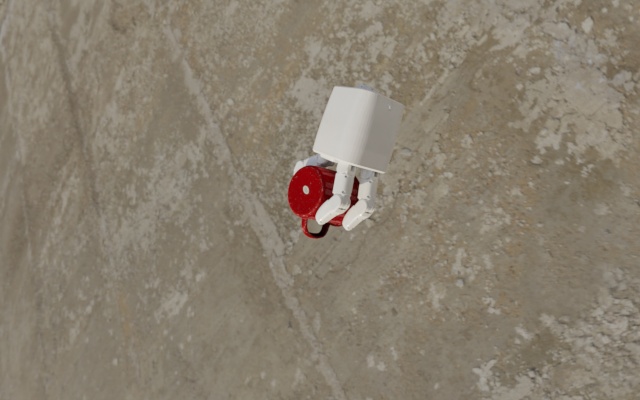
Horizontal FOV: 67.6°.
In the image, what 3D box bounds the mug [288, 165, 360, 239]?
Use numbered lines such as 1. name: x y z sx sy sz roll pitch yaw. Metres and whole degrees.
1. mug: 0.000 0.004 0.747 0.081 0.117 0.093 11 7 -44
